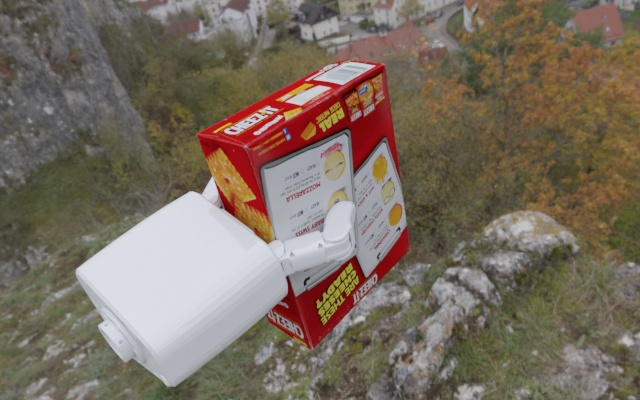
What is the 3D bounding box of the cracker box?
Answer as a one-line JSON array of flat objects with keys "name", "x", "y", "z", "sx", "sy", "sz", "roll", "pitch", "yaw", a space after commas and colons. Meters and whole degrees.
[{"name": "cracker box", "x": 0.000, "y": 0.001, "z": 0.443, "sx": 0.072, "sy": 0.214, "sz": 0.164, "roll": 19, "pitch": 45, "yaw": 40}]
